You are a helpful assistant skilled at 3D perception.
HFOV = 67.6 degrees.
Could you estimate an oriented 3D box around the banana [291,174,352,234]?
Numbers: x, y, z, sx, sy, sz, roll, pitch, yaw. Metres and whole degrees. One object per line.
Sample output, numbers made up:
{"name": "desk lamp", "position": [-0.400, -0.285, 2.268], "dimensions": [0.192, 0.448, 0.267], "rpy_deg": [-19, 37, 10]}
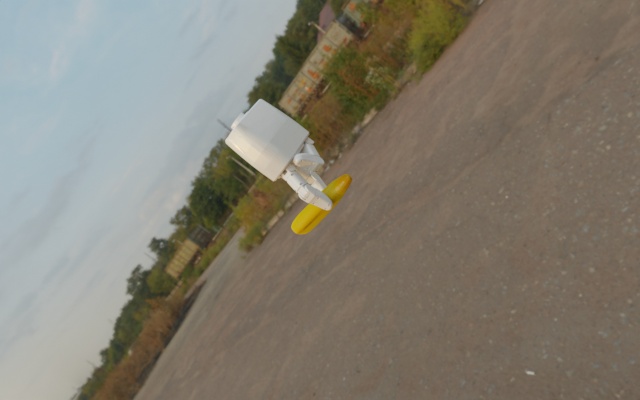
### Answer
{"name": "banana", "position": [-0.009, 0.017, 0.861], "dimensions": [0.037, 0.069, 0.198], "rpy_deg": [36, -37, -7]}
